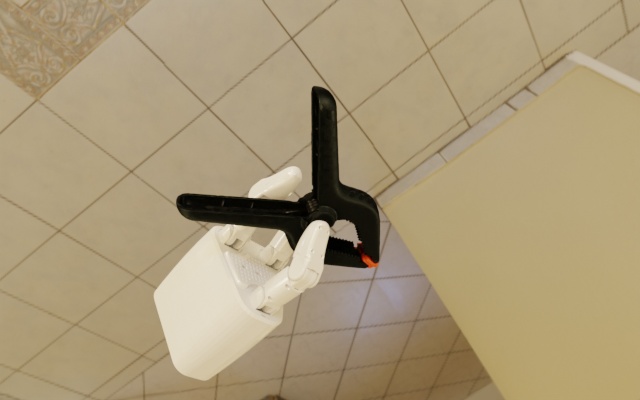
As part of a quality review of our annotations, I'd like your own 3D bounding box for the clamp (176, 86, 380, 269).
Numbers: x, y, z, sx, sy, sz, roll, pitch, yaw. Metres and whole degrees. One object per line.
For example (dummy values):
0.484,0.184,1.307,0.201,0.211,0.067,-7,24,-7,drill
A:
0.000,0.002,0.444,0.164,0.036,0.210,-41,-52,20,clamp
